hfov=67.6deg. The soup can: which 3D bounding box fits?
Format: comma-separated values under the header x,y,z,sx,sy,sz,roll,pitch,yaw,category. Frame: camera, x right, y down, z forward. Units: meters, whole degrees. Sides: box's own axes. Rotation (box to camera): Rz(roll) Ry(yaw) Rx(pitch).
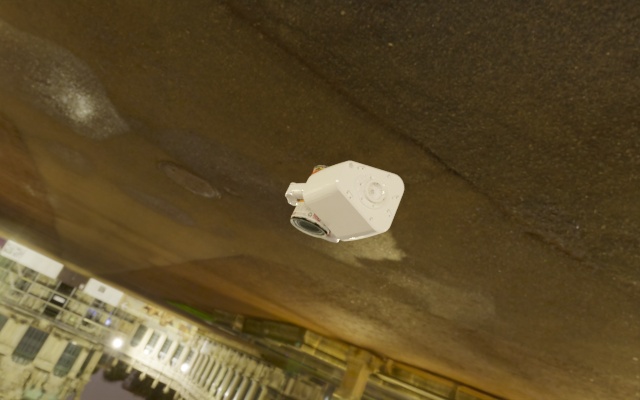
x,y,z,sx,sy,sz,roll,pitch,yaw,category
0.000,0.003,0.794,0.068,0.102,0.068,21,-20,8,soup can
